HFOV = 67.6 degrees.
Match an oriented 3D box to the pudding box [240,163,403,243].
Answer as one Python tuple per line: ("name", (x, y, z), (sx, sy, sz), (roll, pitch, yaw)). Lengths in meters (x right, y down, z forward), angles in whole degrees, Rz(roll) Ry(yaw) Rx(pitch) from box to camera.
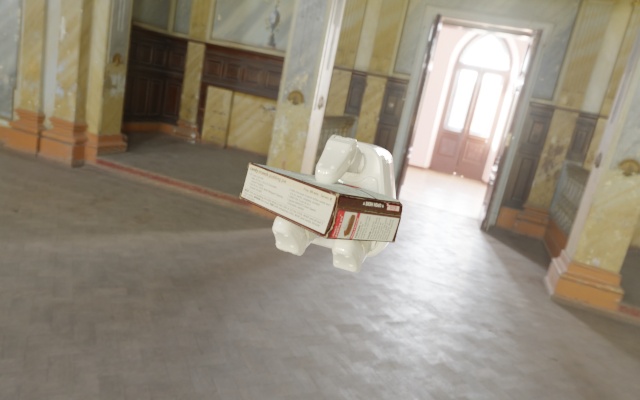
("pudding box", (0.000, 0.001, 0.411), (0.113, 0.039, 0.090), (19, 8, 43))
